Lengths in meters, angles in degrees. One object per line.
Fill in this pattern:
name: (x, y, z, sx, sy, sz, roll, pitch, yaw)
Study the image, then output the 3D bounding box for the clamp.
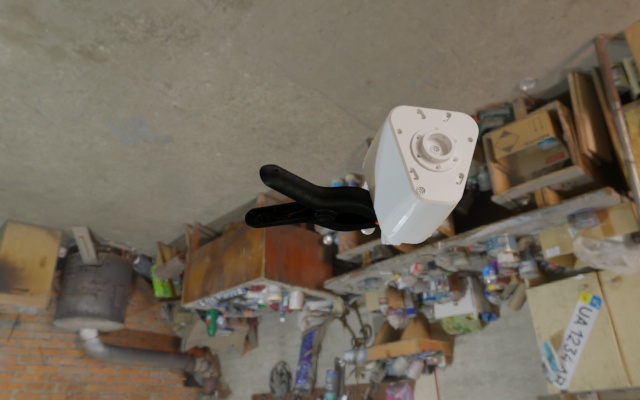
clamp: (0.000, 0.002, 0.541, 0.171, 0.039, 0.120, 1, -23, -7)
